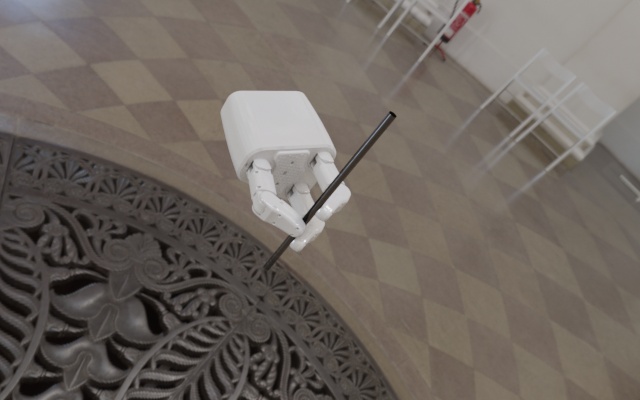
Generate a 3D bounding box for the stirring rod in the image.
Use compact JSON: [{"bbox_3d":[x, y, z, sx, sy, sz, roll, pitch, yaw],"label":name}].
[{"bbox_3d":[0.000,0.002,0.484,0.011,0.011,0.240,0,-40,-43],"label":"stirring rod"}]
